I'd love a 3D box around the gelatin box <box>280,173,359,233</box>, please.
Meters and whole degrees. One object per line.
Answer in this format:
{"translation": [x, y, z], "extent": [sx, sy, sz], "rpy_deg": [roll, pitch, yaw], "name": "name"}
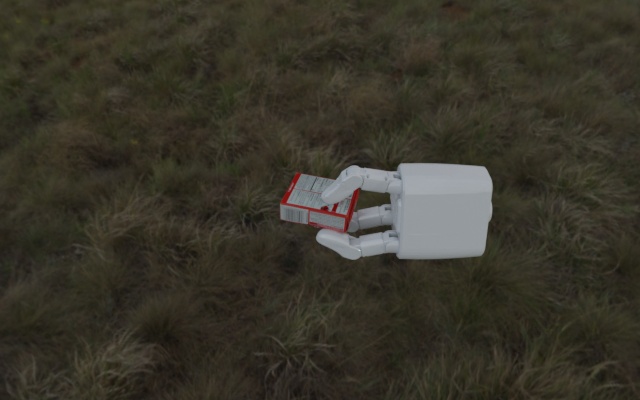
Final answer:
{"translation": [0.000, 0.002, 0.614], "extent": [0.089, 0.030, 0.073], "rpy_deg": [11, 38, 9], "name": "gelatin box"}
